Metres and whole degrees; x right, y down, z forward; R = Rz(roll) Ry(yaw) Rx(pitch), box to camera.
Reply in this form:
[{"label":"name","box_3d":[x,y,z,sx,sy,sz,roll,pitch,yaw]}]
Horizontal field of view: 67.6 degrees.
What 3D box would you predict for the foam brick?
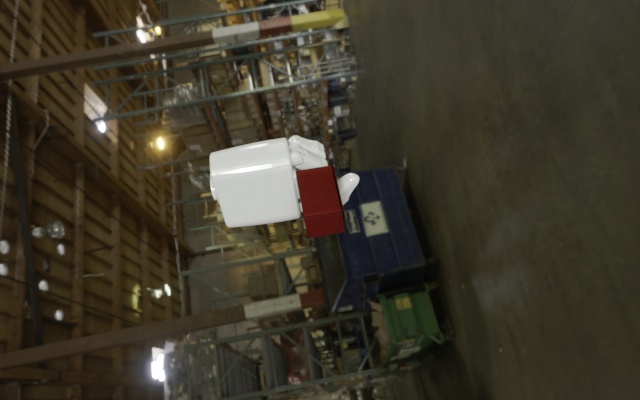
[{"label":"foam brick","box_3d":[0.000,0.002,0.629,0.051,0.078,0.053,-10,-36,-2]}]
